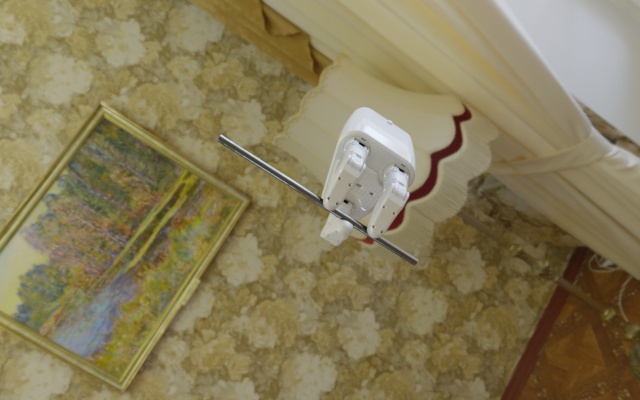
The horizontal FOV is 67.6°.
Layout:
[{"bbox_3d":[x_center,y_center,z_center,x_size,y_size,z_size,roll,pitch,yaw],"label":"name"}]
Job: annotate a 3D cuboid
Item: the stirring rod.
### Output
[{"bbox_3d":[0.000,0.002,0.490,0.239,0.011,0.011,32,-5,-7],"label":"stirring rod"}]
